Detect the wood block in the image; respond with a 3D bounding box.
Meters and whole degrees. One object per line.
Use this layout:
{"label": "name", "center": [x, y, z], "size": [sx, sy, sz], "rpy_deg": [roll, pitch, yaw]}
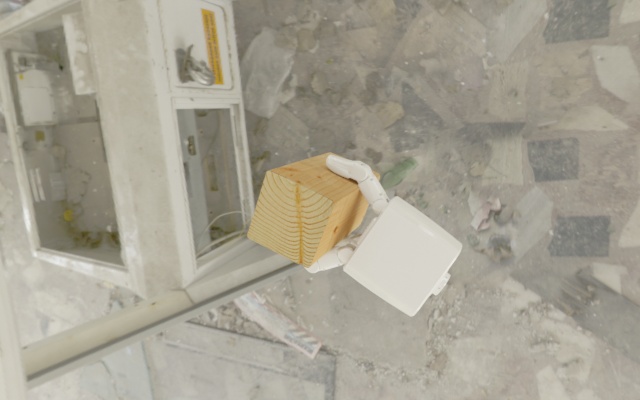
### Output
{"label": "wood block", "center": [0.001, 0.002, 0.639], "size": [0.090, 0.091, 0.206], "rpy_deg": [25, 19, 15]}
